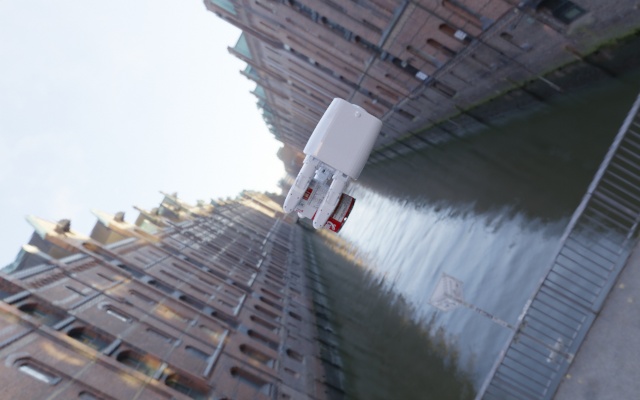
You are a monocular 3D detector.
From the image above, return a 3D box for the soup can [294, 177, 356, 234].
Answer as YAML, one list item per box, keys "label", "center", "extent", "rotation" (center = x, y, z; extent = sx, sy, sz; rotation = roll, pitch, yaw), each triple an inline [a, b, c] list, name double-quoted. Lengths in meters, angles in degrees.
- label: "soup can"
  center: [0.000, 0.003, 0.810]
  extent: [0.102, 0.068, 0.068]
  rotation: [28, -2, -3]
